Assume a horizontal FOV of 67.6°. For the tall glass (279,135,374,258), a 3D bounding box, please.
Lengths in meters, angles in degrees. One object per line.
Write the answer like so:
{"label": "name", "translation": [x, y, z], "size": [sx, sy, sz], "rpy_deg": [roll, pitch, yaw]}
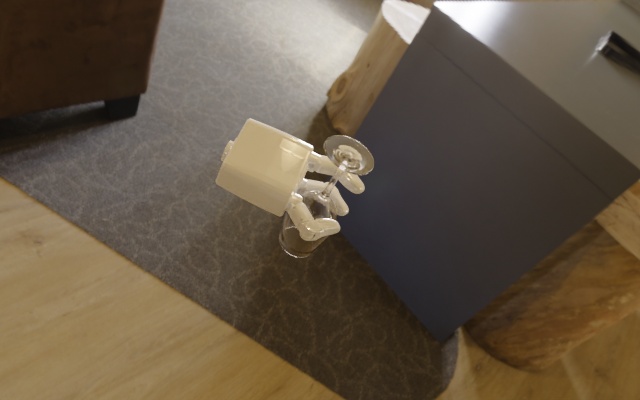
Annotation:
{"label": "tall glass", "translation": [0.000, 0.002, 0.703], "size": [0.079, 0.079, 0.201], "rpy_deg": [0, -40, -30]}
